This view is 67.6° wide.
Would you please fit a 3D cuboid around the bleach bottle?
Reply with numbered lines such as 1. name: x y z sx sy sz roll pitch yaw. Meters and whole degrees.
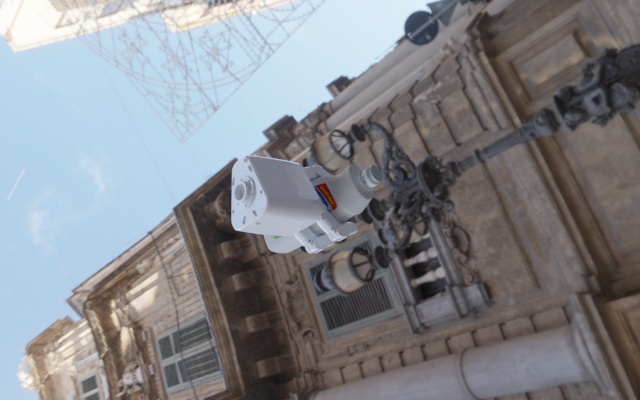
1. bleach bottle: 0.000 0.003 0.805 0.068 0.102 0.251 9 -31 -44
